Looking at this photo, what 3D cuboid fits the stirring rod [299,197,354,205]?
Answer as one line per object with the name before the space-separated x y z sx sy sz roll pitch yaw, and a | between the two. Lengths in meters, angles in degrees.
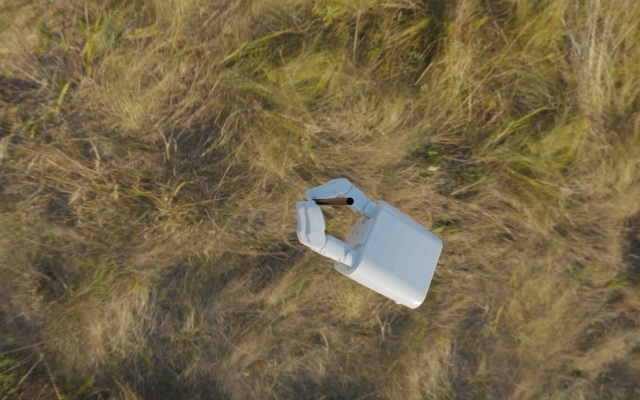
stirring rod | 0.000 0.002 0.583 0.011 0.011 0.239 0 -1 -14
